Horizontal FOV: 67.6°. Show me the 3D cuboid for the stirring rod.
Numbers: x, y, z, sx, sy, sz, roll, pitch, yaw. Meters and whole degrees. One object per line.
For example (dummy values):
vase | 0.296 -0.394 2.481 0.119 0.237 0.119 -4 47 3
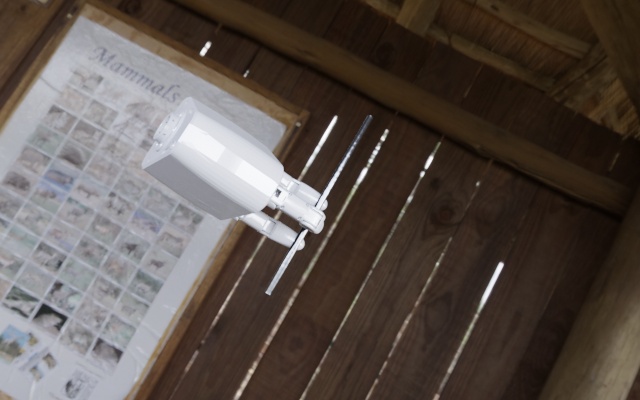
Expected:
stirring rod | 0.000 0.002 0.556 0.011 0.239 0.011 29 -9 5
